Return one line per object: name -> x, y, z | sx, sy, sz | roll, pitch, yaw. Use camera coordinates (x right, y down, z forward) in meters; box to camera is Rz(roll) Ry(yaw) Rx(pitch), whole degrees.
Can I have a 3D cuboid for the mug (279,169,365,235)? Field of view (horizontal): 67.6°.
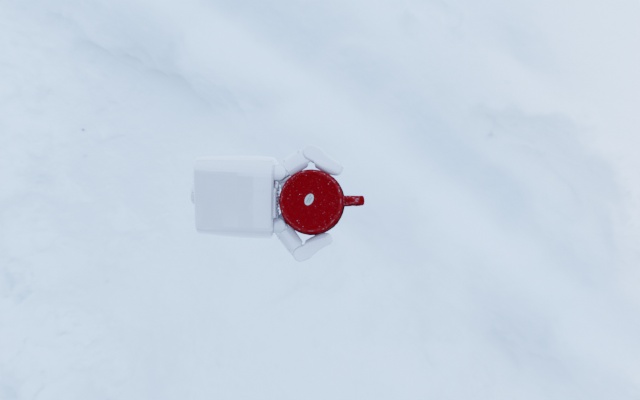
mug -> 0.002, 0.002, 0.634 | 0.117, 0.093, 0.081 | 1, -1, 0
